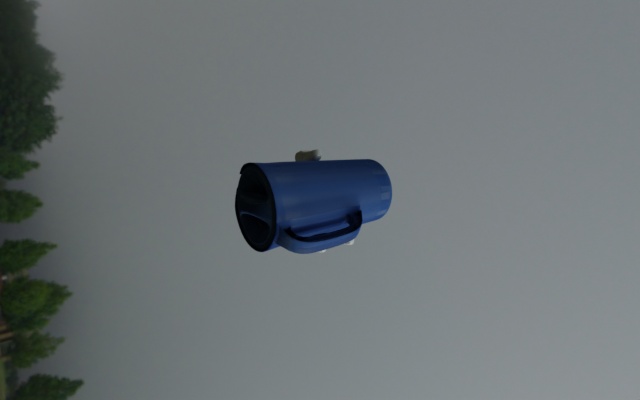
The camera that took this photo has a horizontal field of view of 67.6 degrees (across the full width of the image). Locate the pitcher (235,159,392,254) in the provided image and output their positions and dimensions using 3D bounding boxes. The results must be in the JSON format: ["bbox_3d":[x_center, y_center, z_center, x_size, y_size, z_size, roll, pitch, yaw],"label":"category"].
[{"bbox_3d":[0.000,0.002,0.759,0.243,0.149,0.145,-9,-6,-34],"label":"pitcher"}]
